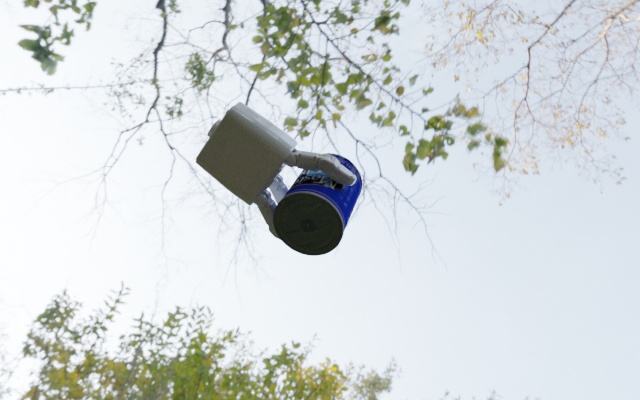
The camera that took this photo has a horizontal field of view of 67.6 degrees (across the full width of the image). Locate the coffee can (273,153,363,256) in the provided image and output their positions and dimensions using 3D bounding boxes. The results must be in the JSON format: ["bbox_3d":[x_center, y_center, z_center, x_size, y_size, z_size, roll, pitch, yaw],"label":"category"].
[{"bbox_3d":[0.000,0.003,0.722,0.103,0.103,0.140,0,28,18],"label":"coffee can"}]
